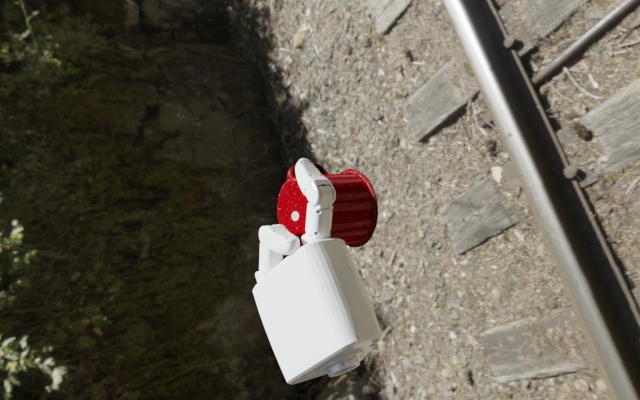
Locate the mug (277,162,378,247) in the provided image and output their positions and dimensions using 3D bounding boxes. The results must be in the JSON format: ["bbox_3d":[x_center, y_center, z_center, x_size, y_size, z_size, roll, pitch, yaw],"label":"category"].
[{"bbox_3d":[-0.001,0.001,0.547,0.081,0.117,0.093,-4,-33,-34],"label":"mug"}]
